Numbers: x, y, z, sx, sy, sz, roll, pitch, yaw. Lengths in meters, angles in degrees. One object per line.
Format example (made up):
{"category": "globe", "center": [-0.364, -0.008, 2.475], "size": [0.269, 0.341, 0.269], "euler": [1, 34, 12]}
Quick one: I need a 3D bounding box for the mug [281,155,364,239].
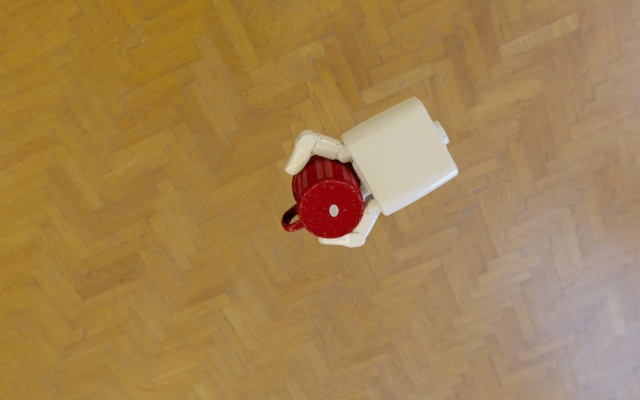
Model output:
{"category": "mug", "center": [-0.001, 0.003, 0.604], "size": [0.117, 0.093, 0.081], "euler": [-30, 22, 9]}
